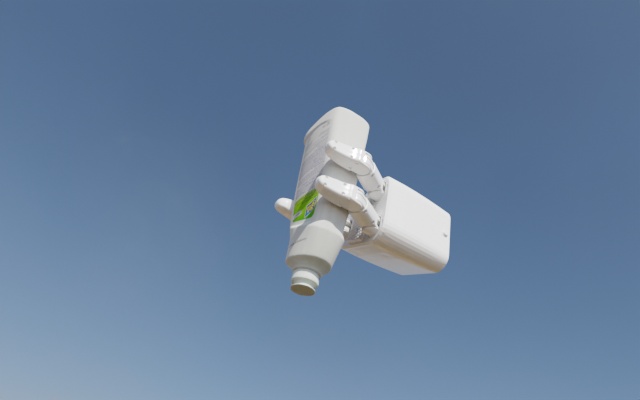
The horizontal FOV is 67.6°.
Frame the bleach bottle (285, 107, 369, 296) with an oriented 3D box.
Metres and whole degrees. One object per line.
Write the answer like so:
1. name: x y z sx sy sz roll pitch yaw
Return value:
1. bleach bottle: 0.000 0.002 0.599 0.068 0.250 0.103 28 -37 -19
